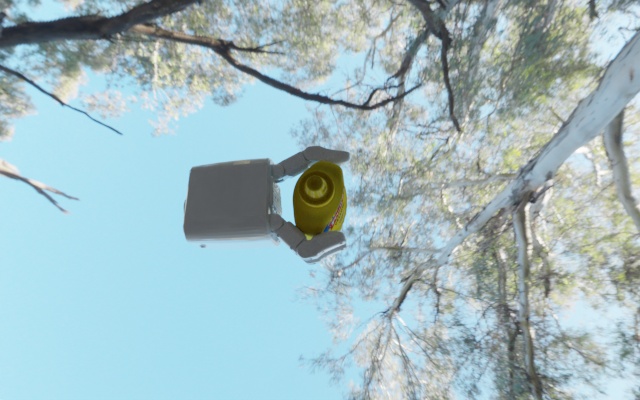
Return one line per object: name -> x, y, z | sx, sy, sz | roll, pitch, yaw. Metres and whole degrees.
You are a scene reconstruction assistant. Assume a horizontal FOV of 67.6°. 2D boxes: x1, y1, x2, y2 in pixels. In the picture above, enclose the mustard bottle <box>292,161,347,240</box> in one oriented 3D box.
mustard bottle -> 0.000, 0.002, 0.606 | 0.058, 0.096, 0.192 | 20, -10, 9
